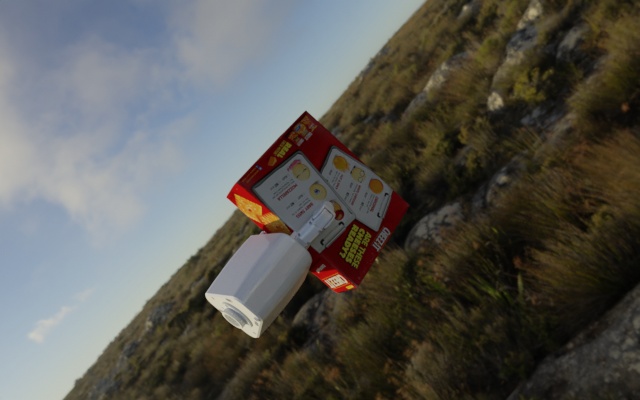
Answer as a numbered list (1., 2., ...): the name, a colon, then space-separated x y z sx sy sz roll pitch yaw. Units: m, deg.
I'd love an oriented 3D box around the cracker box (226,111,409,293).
1. cracker box: 0.000 0.002 0.691 0.214 0.164 0.072 42 -30 -6
